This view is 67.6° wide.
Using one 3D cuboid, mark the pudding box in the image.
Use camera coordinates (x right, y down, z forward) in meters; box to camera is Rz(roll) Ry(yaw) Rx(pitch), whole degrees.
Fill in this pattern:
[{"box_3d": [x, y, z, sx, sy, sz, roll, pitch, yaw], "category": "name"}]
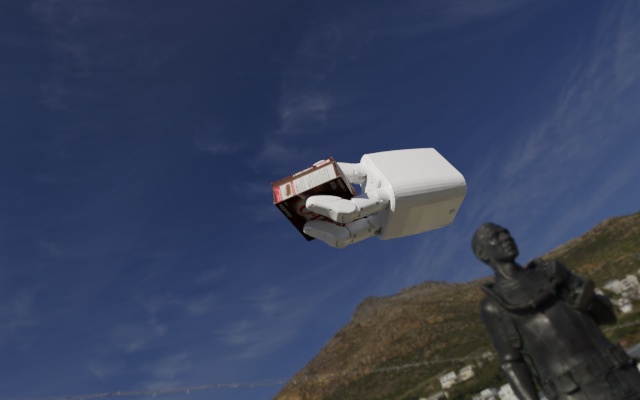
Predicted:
[{"box_3d": [0.000, 0.002, 0.623, 0.090, 0.039, 0.114, -24, -38, 10], "category": "pudding box"}]
